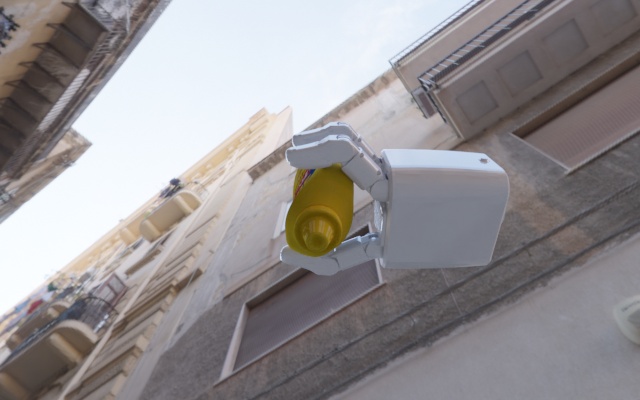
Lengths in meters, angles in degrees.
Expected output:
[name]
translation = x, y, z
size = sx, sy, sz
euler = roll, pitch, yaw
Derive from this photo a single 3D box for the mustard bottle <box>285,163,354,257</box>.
[mustard bottle]
translation = 0.000, 0.001, 0.470
size = 0.058, 0.096, 0.191
euler = 23, 19, -7
